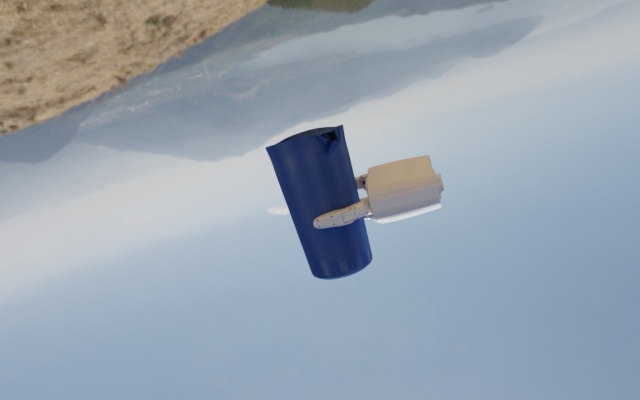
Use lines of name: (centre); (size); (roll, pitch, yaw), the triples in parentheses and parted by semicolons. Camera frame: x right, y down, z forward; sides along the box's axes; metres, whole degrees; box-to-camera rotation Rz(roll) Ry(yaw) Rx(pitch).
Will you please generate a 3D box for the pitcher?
pitcher: (0.000, 0.003, 0.806); (0.145, 0.243, 0.149); (-14, 8, 13)
